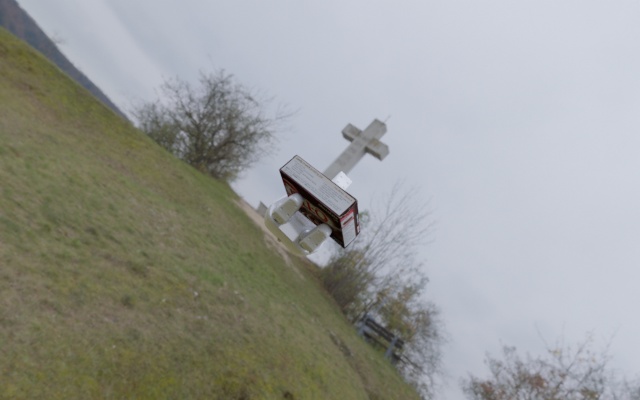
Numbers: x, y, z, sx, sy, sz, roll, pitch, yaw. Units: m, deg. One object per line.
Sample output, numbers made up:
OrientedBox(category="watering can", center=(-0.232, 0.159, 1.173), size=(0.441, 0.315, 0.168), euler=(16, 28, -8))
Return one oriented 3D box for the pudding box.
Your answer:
OrientedBox(category="pudding box", center=(0.000, 0.002, 0.637), size=(0.113, 0.039, 0.090), euler=(36, -19, 24))
